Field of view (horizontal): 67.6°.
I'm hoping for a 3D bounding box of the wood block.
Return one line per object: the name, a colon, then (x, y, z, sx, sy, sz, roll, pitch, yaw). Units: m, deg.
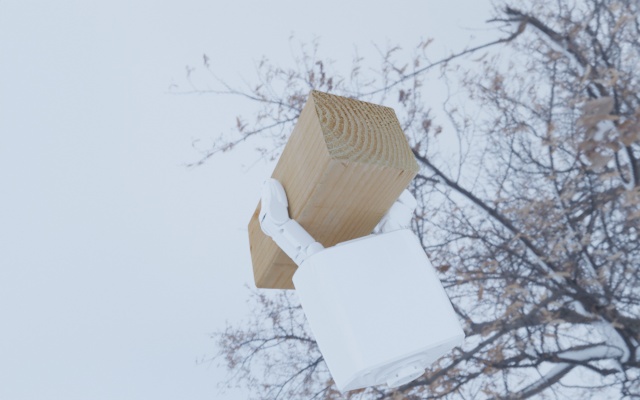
wood block: (0.000, 0.002, 0.491, 0.091, 0.090, 0.206, 7, -42, -25)
